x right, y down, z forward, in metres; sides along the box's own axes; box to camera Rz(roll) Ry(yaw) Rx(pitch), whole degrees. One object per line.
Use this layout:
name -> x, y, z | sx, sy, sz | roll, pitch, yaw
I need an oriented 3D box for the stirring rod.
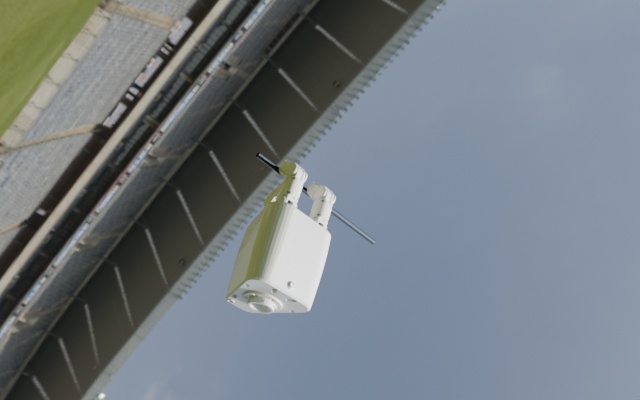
stirring rod -> 0.000, 0.002, 0.696 | 0.240, 0.011, 0.011 | 37, -20, -29
